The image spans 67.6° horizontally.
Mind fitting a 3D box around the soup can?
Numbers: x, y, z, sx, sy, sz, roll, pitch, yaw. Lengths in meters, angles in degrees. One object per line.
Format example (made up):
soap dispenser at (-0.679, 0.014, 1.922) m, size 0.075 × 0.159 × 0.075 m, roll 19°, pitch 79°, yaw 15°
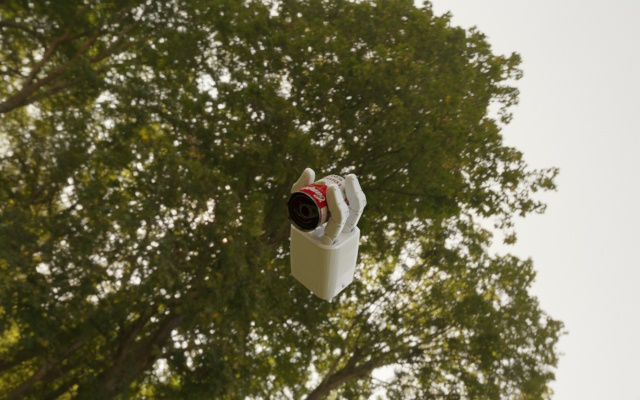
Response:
soup can at (0.000, 0.002, 0.784) m, size 0.068 × 0.068 × 0.102 m, roll 0°, pitch 18°, yaw 37°
